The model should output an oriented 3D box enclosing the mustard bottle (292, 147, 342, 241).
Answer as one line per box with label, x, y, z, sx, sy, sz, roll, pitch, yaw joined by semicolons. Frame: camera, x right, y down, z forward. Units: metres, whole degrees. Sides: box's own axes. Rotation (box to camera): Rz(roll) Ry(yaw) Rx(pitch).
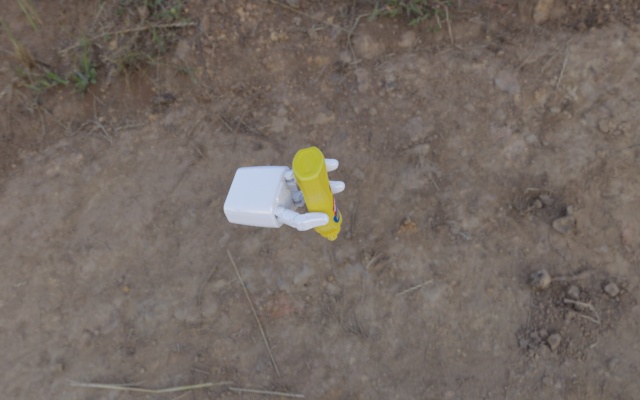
mustard bottle;0.000;0.003;0.880;0.058;0.192;0.096;-14;39;5
